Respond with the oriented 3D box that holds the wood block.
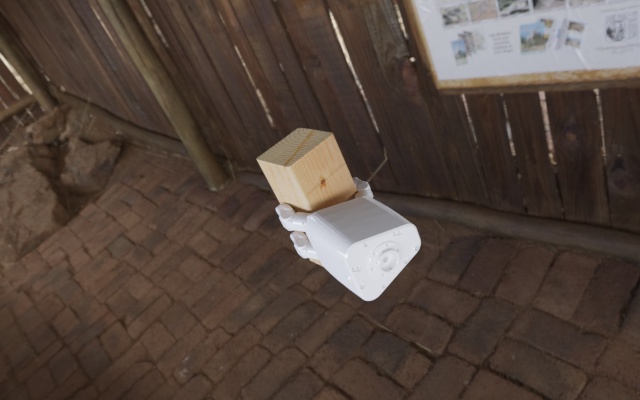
[{"bbox_3d":[0.001,0.002,0.736,0.091,0.206,0.090,-40,33,-24],"label":"wood block"}]
